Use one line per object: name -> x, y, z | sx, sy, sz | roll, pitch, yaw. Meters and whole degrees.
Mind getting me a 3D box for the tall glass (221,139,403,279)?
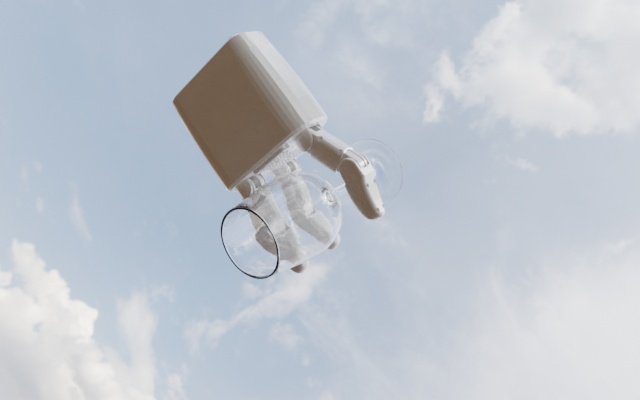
tall glass -> 0.001, 0.001, 0.448 | 0.079, 0.079, 0.201 | 0, 19, 37
